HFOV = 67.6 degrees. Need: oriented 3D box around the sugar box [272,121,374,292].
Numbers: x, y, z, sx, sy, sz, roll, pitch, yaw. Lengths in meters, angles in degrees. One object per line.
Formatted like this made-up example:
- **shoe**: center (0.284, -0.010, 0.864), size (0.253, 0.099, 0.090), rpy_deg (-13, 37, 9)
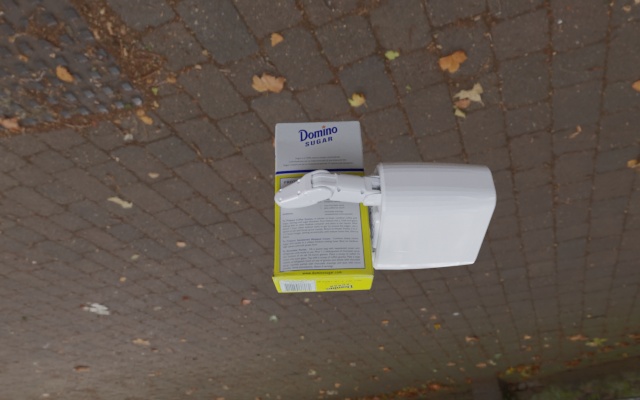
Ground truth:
- **sugar box**: center (0.000, 0.002, 0.486), size (0.093, 0.176, 0.048), rpy_deg (-1, -31, 0)
